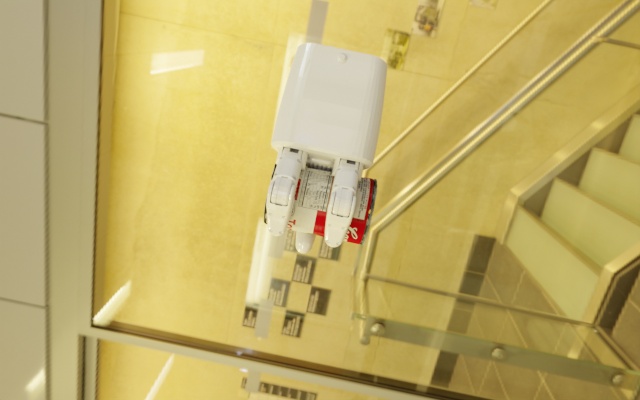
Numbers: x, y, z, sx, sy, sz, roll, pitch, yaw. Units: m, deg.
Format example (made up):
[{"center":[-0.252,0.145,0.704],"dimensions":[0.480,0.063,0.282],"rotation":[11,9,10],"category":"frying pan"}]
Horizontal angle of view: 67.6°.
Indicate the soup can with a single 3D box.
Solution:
[{"center":[0.000,0.002,0.479],"dimensions":[0.102,0.068,0.068],"rotation":[12,0,0],"category":"soup can"}]
